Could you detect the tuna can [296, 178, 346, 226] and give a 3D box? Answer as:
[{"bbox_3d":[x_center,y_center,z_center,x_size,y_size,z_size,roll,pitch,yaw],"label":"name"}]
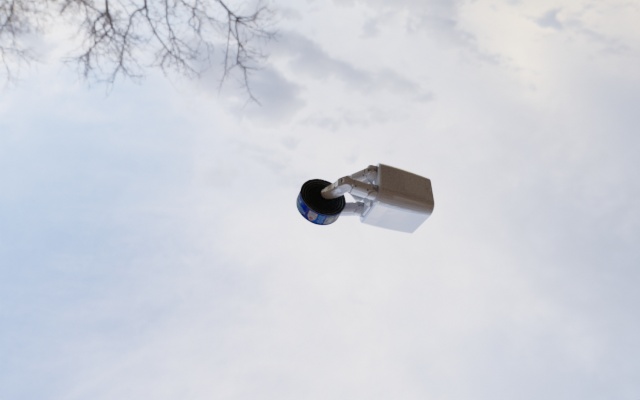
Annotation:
[{"bbox_3d":[0.000,0.003,0.858,0.086,0.086,0.034,0,-40,-25],"label":"tuna can"}]
